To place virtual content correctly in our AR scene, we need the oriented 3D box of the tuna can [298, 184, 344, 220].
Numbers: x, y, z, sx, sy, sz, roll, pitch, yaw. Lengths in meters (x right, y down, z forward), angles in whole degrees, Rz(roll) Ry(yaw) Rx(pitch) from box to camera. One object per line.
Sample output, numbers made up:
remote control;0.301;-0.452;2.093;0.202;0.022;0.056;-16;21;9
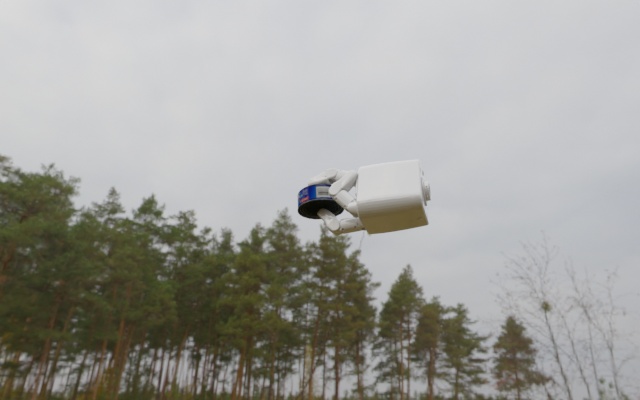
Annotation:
tuna can;0.000;0.002;0.877;0.086;0.033;0.086;-3;-26;-1
